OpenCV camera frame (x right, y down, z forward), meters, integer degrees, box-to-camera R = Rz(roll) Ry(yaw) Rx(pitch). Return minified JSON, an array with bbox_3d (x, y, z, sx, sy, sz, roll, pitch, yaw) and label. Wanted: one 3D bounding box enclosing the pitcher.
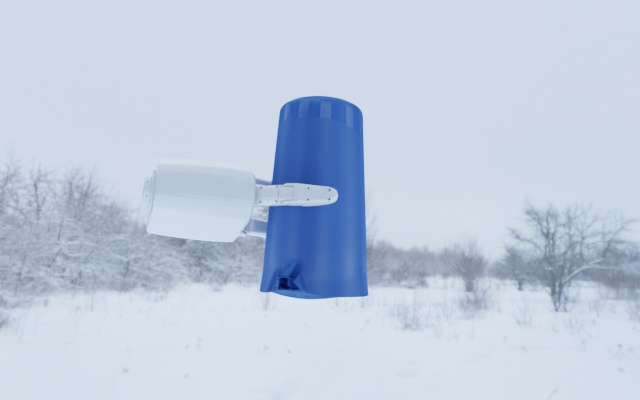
[{"bbox_3d":[0.000,0.002,0.609,0.145,0.243,0.149,6,-8,-20],"label":"pitcher"}]
